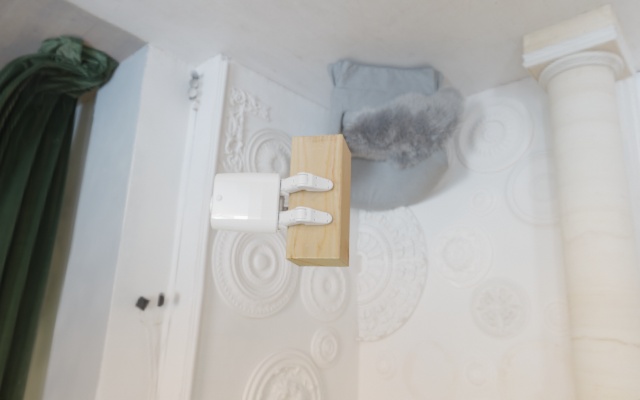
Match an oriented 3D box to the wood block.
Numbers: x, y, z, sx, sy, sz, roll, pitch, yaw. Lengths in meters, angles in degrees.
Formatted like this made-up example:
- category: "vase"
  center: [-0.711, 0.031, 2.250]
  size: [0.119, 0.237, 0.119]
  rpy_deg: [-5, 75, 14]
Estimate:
- category: "wood block"
  center: [0.000, 0.003, 0.804]
  size: [0.090, 0.206, 0.091]
  rpy_deg: [-1, -16, 12]
